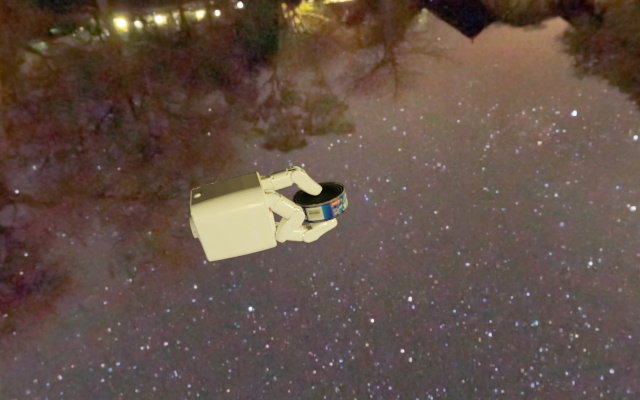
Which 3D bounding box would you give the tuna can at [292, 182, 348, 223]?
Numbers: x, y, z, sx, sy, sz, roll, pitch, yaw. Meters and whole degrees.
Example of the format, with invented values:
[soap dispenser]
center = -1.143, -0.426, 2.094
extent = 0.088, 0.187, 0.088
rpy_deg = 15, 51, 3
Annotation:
[tuna can]
center = 0.000, 0.003, 0.766
extent = 0.086, 0.034, 0.086
rpy_deg = -12, 23, 5
